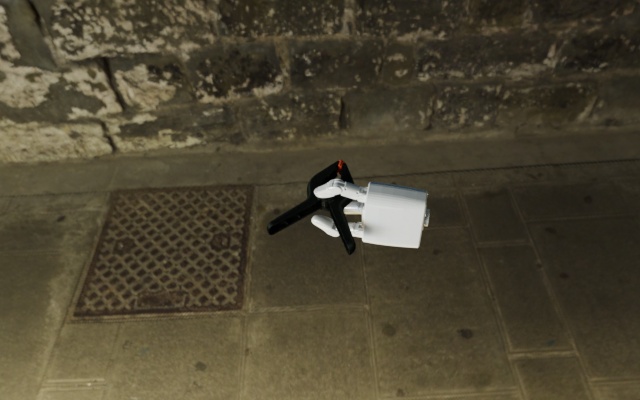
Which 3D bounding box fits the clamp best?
[{"bbox_3d":[0.000,0.002,0.897,0.164,0.209,0.036,8,-39,10],"label":"clamp"}]
